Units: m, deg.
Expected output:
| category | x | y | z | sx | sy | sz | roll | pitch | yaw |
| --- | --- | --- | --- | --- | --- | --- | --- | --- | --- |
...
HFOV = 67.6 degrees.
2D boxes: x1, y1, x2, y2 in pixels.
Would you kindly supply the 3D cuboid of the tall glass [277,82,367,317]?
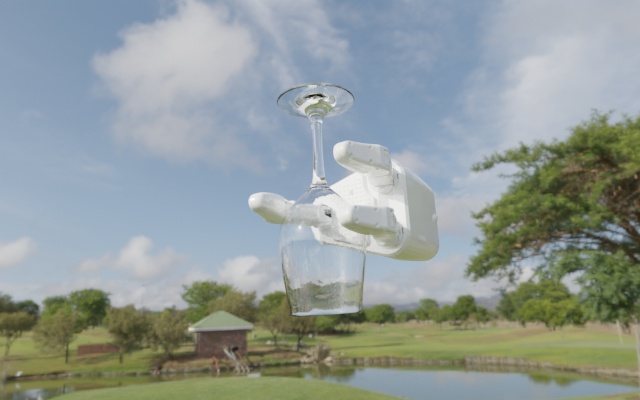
| category | x | y | z | sx | sy | sz | roll | pitch | yaw |
| --- | --- | --- | --- | --- | --- | --- | --- | --- | --- |
| tall glass | 0.000 | 0.001 | 0.433 | 0.079 | 0.201 | 0.079 | -2 | -14 | -1 |
